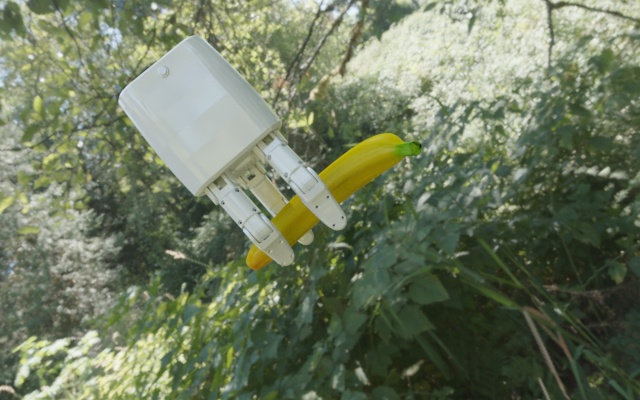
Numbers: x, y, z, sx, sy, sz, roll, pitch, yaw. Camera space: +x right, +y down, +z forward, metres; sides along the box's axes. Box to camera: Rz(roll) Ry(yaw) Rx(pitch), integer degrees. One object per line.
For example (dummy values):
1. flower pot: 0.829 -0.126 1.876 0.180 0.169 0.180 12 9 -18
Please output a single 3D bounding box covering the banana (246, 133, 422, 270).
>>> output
1. banana: 0.006 -0.006 0.452 0.198 0.037 0.069 -38 7 19
